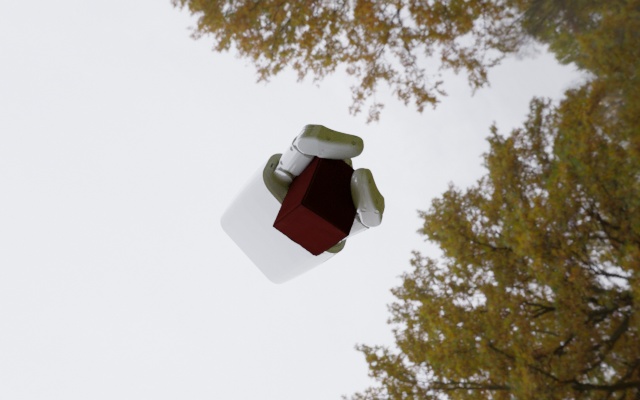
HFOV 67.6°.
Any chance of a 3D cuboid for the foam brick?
[{"bbox_3d":[0.000,0.002,0.440,0.053,0.078,0.051,37,-46,-16],"label":"foam brick"}]
